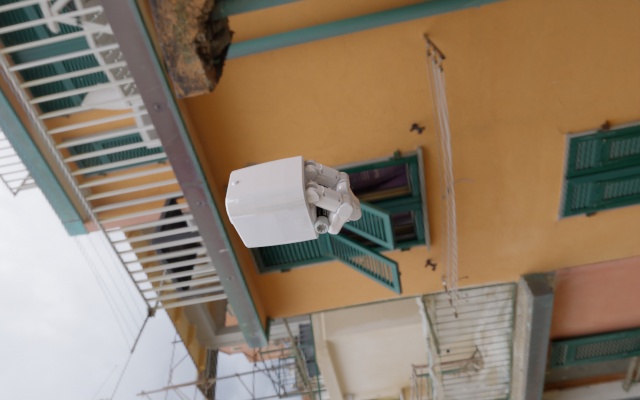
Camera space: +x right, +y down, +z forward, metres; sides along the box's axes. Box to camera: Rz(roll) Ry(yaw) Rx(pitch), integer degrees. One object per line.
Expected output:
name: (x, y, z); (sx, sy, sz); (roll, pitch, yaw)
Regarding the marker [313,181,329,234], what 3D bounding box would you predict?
marker: (0.000, 0.002, 0.685); (0.020, 0.020, 0.121); (0, 36, -3)
